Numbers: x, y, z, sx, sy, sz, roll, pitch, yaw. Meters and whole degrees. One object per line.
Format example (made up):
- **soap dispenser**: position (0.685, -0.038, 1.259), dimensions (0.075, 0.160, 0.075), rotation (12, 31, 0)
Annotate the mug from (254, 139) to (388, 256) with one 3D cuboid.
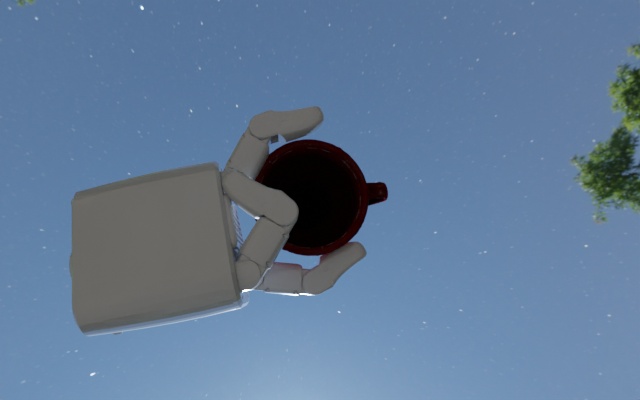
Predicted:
- **mug**: position (0.001, 0.001, 0.414), dimensions (0.117, 0.093, 0.081), rotation (-11, -9, -7)
